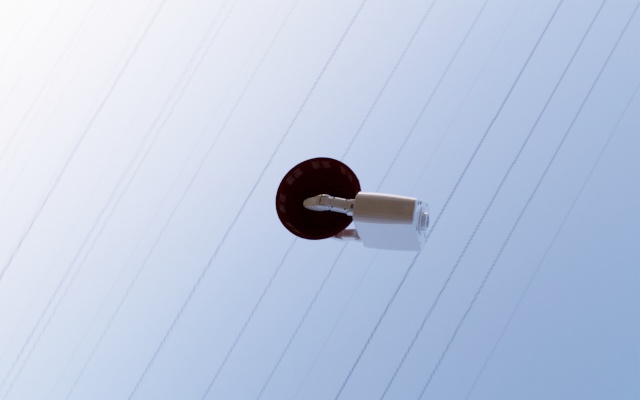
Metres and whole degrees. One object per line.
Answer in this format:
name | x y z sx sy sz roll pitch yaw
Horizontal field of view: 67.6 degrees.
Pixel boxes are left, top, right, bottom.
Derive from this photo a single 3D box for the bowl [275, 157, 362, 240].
bowl | -0.001 0.003 0.888 0.162 0.162 0.055 0 -20 13
